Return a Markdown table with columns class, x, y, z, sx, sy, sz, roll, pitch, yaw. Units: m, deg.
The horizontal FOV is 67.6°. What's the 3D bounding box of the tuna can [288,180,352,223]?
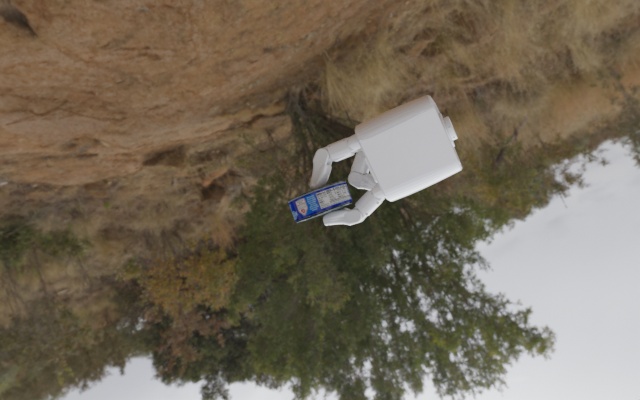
| class | x | y | z | sx | sy | sz | roll | pitch | yaw |
| --- | --- | --- | --- | --- | --- | --- | --- | --- | --- |
| tuna can | 0.000 | 0.003 | 0.662 | 0.086 | 0.034 | 0.086 | -20 | -3 | -1 |
